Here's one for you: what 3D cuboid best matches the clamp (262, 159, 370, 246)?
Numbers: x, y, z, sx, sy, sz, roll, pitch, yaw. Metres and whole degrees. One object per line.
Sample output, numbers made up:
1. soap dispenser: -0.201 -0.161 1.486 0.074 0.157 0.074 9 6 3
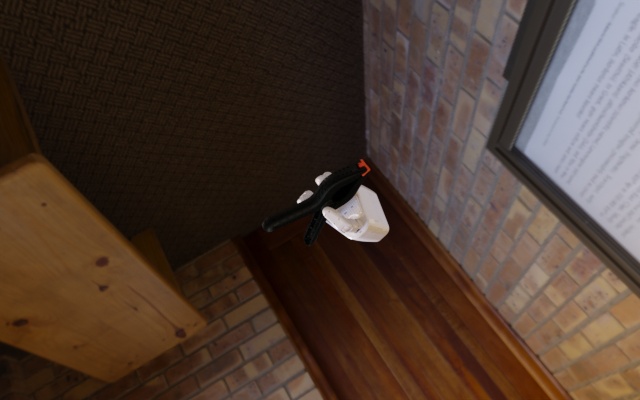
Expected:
1. clamp: 0.001 0.003 0.868 0.210 0.036 0.164 -45 -29 17
